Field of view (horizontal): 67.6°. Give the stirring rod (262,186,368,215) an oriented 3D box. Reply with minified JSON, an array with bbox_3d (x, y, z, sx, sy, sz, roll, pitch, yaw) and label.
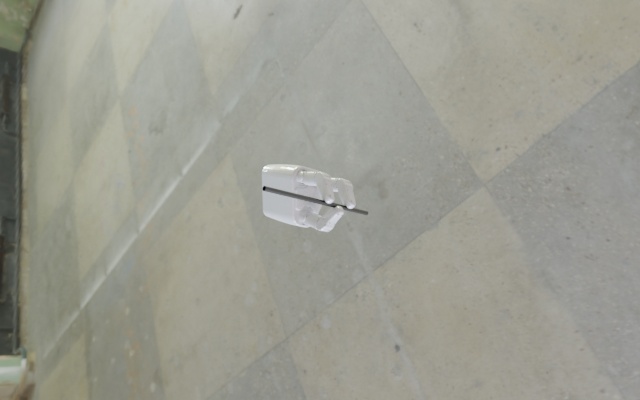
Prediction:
[{"bbox_3d":[0.000,0.003,0.808,0.239,0.011,0.011,14,-9,-43],"label":"stirring rod"}]
